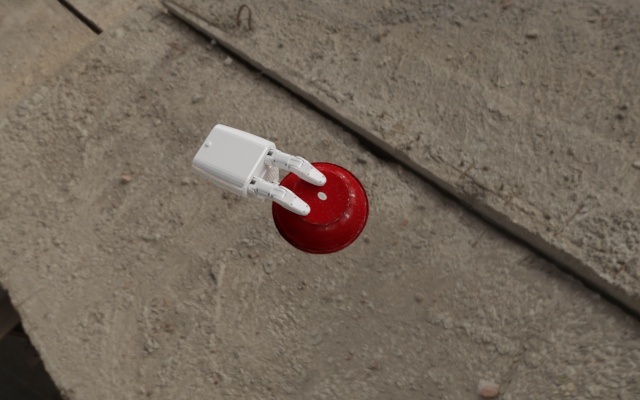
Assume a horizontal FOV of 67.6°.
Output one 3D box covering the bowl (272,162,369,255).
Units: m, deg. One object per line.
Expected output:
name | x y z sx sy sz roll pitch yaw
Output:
bowl | 0.001 0.003 0.767 0.162 0.162 0.055 0 -19 -1
